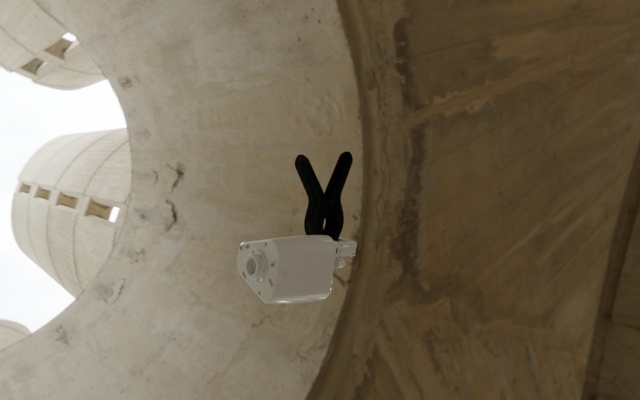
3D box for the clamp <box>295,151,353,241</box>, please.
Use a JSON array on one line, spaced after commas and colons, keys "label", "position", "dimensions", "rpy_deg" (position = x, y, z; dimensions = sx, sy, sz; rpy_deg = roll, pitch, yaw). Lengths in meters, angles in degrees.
[{"label": "clamp", "position": [0.000, 0.003, 0.755], "dimensions": [0.120, 0.171, 0.039], "rpy_deg": [3, 3, -41]}]
